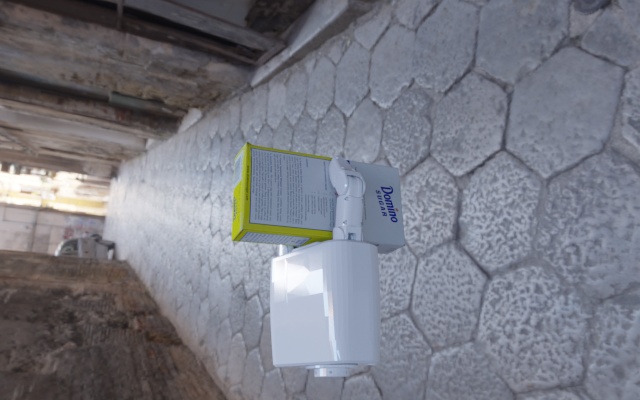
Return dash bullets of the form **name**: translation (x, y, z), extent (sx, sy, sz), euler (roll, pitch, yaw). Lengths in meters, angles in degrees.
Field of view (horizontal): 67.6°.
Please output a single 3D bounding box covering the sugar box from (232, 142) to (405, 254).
- **sugar box**: translation (0.000, 0.002, 0.496), extent (0.176, 0.093, 0.048), euler (9, -23, -24)
